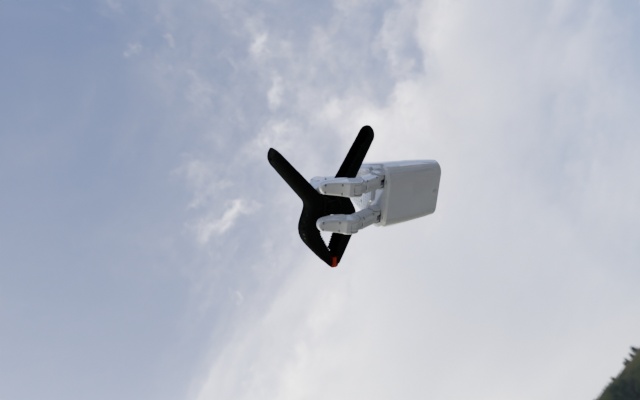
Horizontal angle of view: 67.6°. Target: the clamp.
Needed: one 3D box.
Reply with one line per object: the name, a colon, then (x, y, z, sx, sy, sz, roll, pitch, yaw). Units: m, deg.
clamp: (0.000, 0.002, 0.678, 0.164, 0.210, 0.036, -10, 25, -29)
